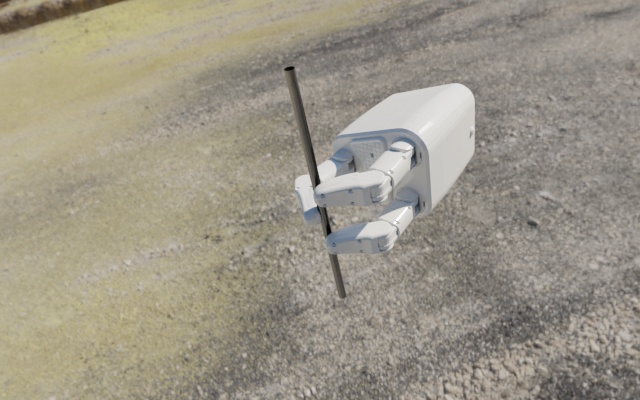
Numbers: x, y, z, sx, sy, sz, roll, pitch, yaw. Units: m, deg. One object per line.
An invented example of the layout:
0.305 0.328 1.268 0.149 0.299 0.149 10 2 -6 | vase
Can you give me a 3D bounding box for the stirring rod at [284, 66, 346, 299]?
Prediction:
0.000 0.001 0.408 0.011 0.240 0.011 -8 37 6 | stirring rod
